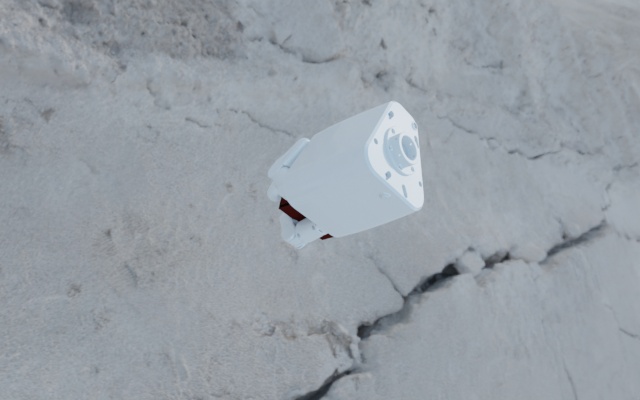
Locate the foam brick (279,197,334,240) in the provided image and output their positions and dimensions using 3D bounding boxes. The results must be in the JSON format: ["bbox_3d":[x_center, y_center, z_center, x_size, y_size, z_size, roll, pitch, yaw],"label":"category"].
[{"bbox_3d":[0.000,0.002,0.553,0.051,0.053,0.078,-20,-45,40],"label":"foam brick"}]
